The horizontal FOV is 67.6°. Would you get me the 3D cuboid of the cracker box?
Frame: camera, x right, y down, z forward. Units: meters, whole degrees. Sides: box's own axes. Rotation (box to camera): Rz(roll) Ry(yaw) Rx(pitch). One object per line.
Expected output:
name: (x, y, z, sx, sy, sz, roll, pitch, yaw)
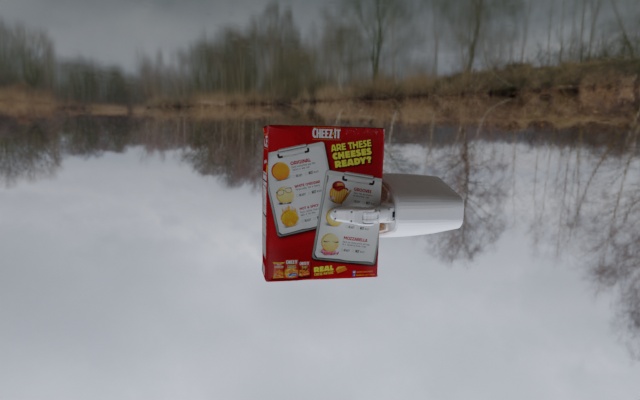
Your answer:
cracker box: (0.000, 0.002, 0.680, 0.164, 0.214, 0.072, 0, 8, -14)
